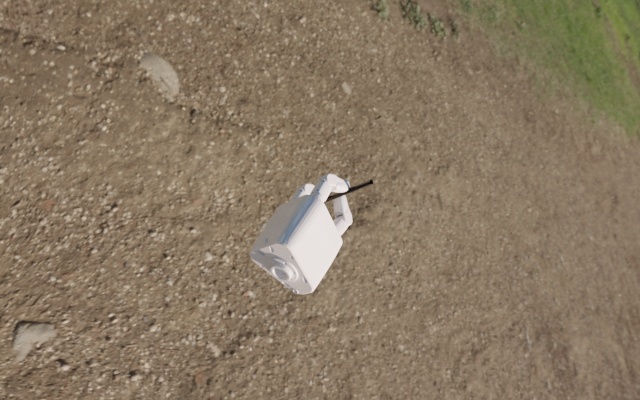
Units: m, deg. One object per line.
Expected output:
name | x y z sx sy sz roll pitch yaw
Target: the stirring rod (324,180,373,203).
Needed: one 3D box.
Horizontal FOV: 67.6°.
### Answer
stirring rod | 0.000 0.003 0.846 0.011 0.011 0.239 0 -16 -45
